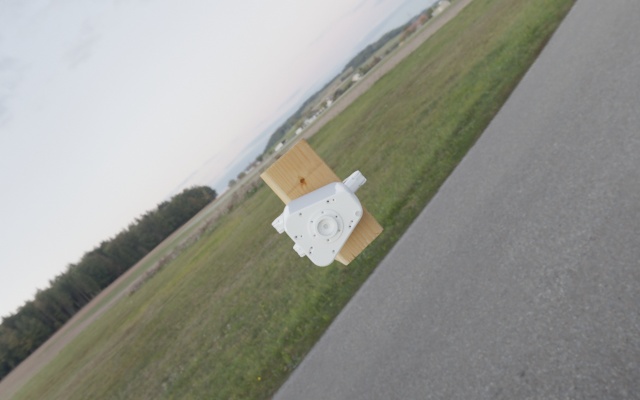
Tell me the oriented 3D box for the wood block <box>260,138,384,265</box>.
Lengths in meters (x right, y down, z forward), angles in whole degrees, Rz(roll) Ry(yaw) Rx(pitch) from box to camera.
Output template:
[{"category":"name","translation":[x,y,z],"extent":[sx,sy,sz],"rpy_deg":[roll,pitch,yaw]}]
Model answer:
[{"category":"wood block","translation":[0.000,0.002,0.828],"extent":[0.091,0.206,0.090],"rpy_deg":[-42,8,-8]}]
